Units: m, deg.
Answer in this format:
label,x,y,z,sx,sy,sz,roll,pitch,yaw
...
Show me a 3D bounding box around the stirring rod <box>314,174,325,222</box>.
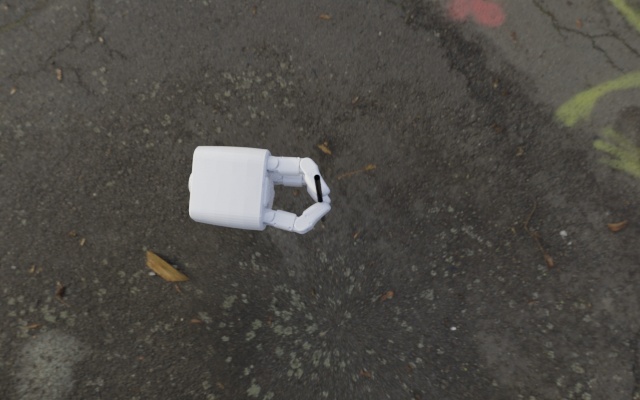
label,x,y,z,sx,sy,sz,roll,pitch,yaw
stirring rod,0.000,0.002,0.696,0.011,0.011,0.239,0,-15,2
